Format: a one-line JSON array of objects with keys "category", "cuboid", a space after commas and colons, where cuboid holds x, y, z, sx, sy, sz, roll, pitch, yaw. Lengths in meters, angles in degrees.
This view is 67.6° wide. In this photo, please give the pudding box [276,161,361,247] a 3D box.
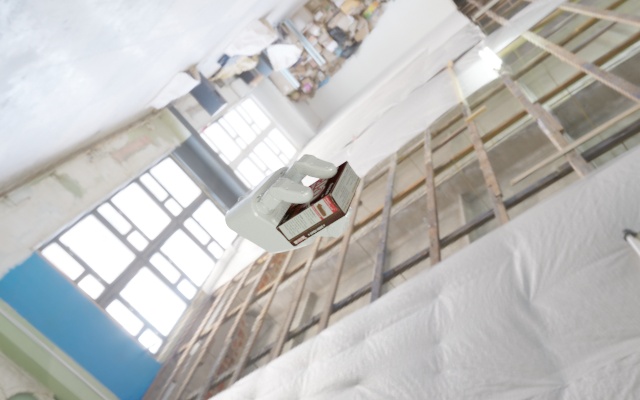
[{"category": "pudding box", "cuboid": [0.000, 0.002, 0.623, 0.090, 0.039, 0.113, -34, 15, 26]}]
